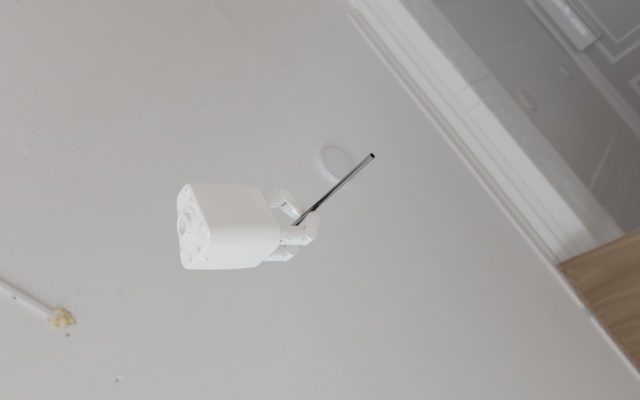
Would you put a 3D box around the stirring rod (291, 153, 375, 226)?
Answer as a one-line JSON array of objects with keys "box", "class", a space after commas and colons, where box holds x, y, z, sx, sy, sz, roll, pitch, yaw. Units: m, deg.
[{"box": [0.000, 0.002, 0.694, 0.011, 0.011, 0.240, 0, -30, -40], "class": "stirring rod"}]
